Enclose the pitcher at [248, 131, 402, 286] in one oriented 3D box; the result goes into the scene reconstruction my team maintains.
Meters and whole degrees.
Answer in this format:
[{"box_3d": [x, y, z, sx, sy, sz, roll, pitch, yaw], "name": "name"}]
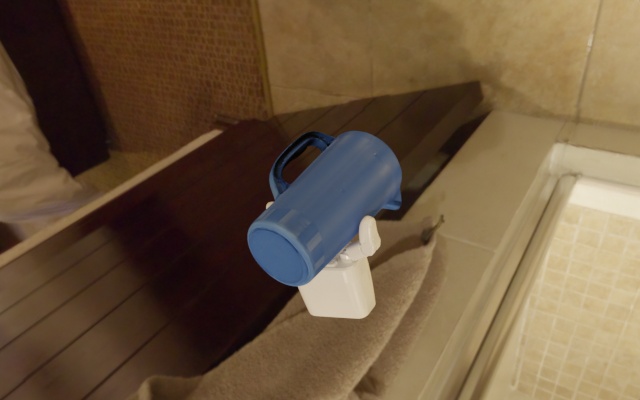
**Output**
[{"box_3d": [0.000, 0.002, 0.694, 0.149, 0.145, 0.242, 7, 36, 36], "name": "pitcher"}]
